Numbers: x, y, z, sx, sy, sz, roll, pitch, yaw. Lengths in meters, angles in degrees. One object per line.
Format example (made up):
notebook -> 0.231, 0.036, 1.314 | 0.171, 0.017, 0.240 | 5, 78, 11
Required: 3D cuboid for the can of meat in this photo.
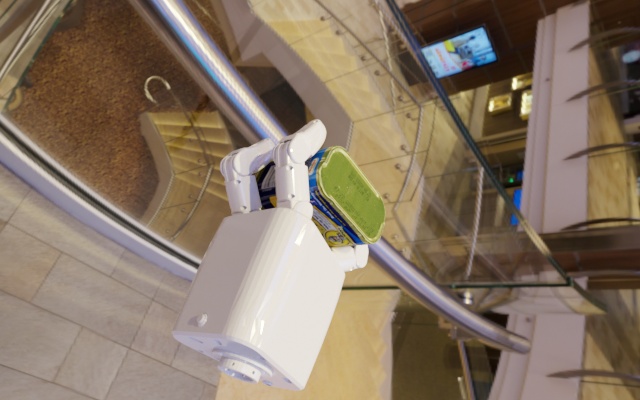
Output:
can of meat -> 0.000, 0.001, 0.439 | 0.084, 0.057, 0.102 | -9, -45, 40
